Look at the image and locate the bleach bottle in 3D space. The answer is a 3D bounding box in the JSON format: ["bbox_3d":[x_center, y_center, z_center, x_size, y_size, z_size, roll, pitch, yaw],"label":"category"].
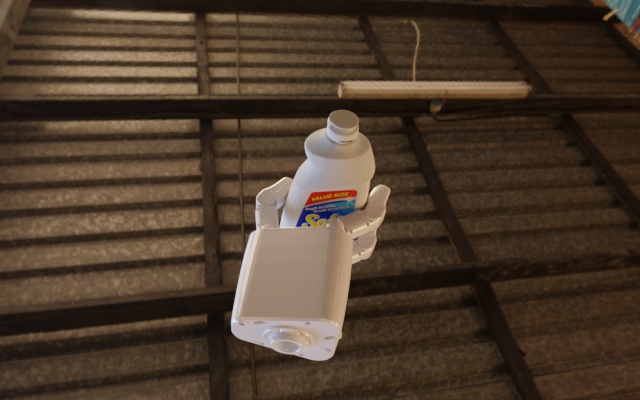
[{"bbox_3d":[0.000,0.002,0.552,0.102,0.068,0.251,8,-41,-2],"label":"bleach bottle"}]
